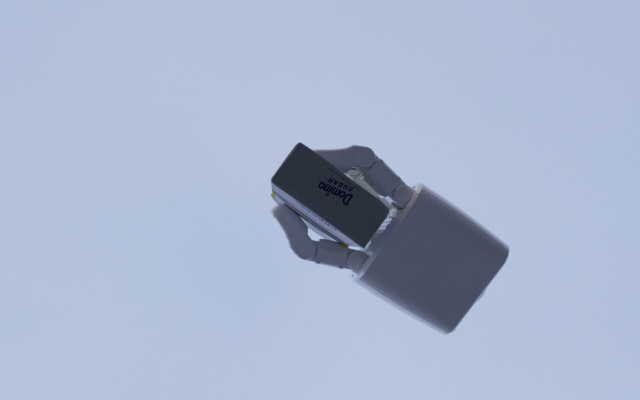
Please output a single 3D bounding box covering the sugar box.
[{"bbox_3d":[0.000,0.001,0.454,0.093,0.048,0.176,36,-9,-3],"label":"sugar box"}]
